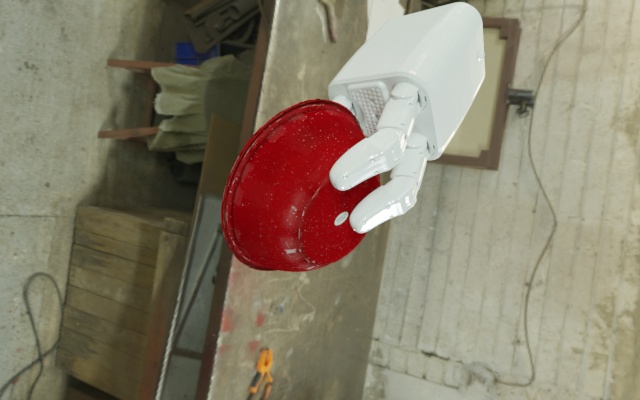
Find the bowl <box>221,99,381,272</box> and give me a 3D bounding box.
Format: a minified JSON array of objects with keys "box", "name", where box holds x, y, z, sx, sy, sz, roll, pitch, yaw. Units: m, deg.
[{"box":[0.000,0.003,0.400,0.162,0.162,0.055,0,25,-47],"name":"bowl"}]
